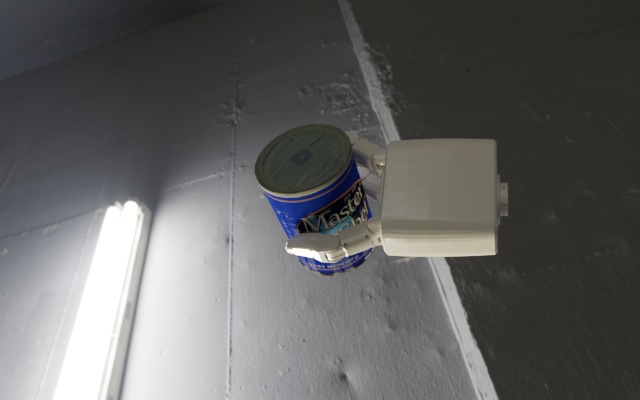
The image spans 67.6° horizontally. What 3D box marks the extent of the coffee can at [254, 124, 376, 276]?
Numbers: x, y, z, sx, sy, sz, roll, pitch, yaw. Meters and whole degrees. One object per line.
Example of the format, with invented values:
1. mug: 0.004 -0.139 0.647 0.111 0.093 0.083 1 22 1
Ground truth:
1. coffee can: 0.000 0.002 0.529 0.103 0.102 0.140 0 -42 22
